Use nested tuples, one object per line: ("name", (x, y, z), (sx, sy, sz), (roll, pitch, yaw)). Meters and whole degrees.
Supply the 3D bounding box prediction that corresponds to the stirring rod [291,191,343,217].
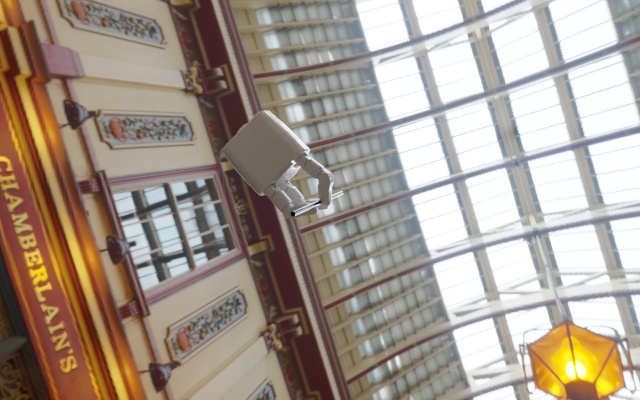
("stirring rod", (0.000, 0.003, 0.824), (0.011, 0.011, 0.239), (0, 8, 20))
